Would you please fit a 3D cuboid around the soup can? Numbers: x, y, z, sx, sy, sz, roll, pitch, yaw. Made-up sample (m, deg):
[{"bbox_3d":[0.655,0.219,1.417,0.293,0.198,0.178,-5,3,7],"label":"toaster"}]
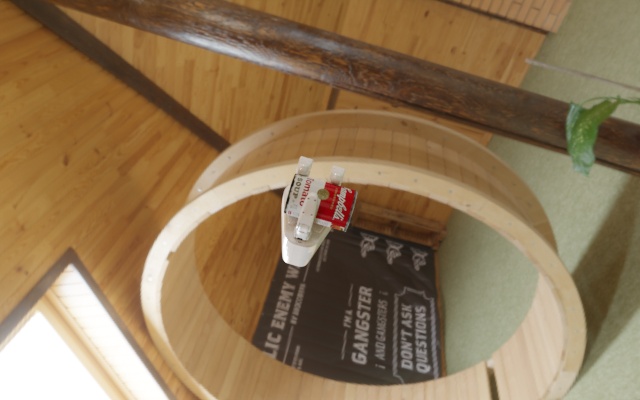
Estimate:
[{"bbox_3d":[0.000,0.002,0.750,0.102,0.068,0.068,16,0,0],"label":"soup can"}]
